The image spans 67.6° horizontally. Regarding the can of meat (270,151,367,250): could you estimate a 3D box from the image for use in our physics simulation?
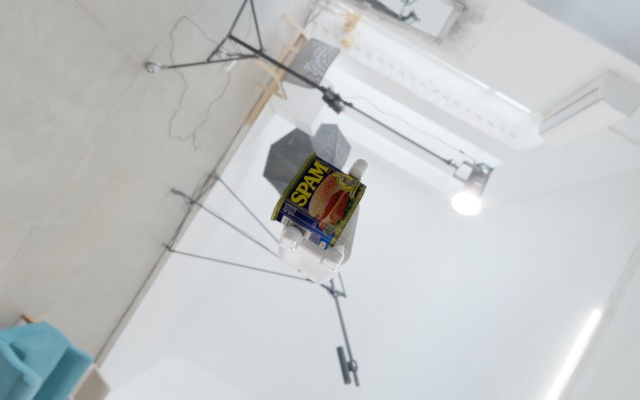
[{"bbox_3d":[0.000,0.002,0.594,0.084,0.102,0.057,31,-32,3],"label":"can of meat"}]
